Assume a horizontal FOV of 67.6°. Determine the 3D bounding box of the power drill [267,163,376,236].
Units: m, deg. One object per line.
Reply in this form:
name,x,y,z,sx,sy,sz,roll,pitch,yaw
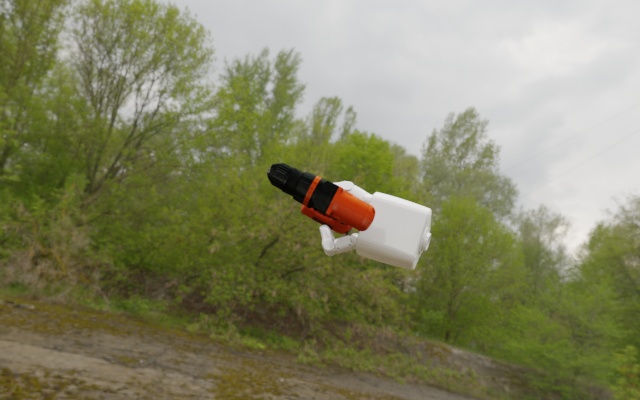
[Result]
power drill,0.000,0.003,0.821,0.184,0.057,0.188,28,-5,5
